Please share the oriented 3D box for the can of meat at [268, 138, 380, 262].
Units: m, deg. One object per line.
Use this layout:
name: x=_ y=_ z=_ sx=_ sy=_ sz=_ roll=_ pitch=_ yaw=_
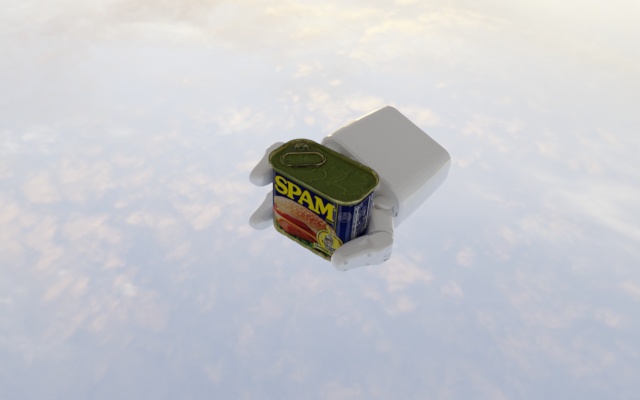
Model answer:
can of meat: x=0.000 y=0.002 z=0.454 sx=0.102 sy=0.084 sz=0.057 roll=29 pitch=47 yaw=26
